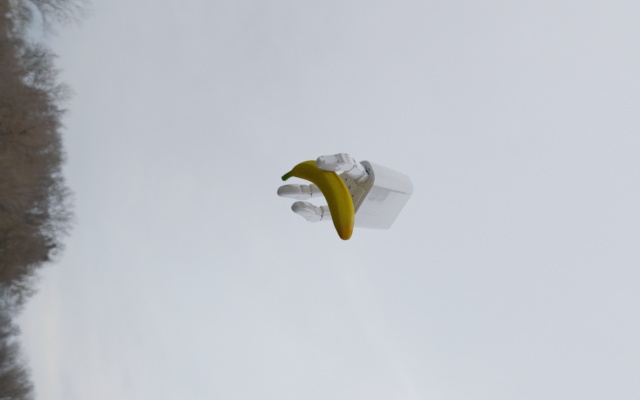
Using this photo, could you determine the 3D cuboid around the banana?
[{"bbox_3d":[0.007,-0.015,0.751,0.037,0.070,0.197,16,19,-41],"label":"banana"}]
